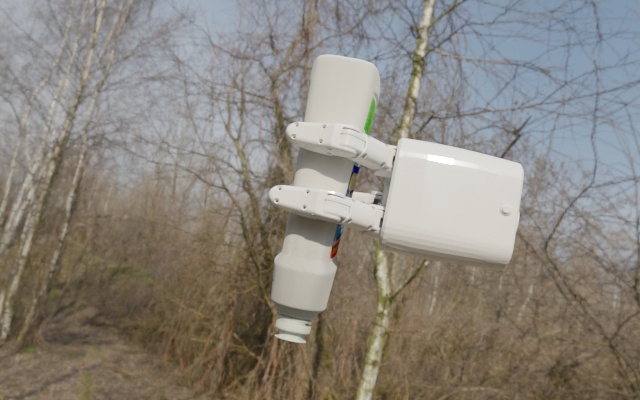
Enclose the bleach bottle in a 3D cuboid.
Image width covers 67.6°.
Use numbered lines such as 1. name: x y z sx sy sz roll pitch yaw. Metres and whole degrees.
1. bleach bottle: 0.000 0.001 0.444 0.068 0.250 0.102 11 -10 6
